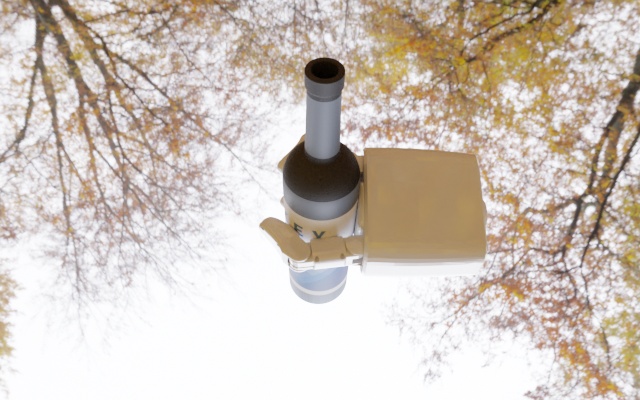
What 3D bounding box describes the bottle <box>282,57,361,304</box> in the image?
[{"bbox_3d":[0.000,0.002,0.433,0.069,0.069,0.296,0,-37,-1],"label":"bottle"}]
